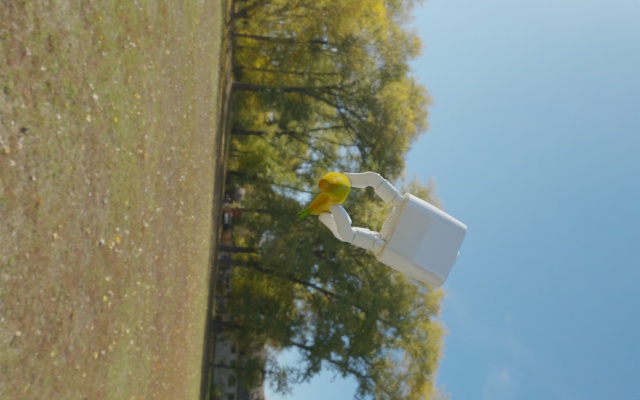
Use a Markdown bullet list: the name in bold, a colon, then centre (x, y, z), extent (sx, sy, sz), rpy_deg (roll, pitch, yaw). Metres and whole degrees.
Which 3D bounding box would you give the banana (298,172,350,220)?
- **banana**: centre (0.014, -0.007, 0.721), extent (0.069, 0.037, 0.198), rpy_deg (-37, -7, -18)
